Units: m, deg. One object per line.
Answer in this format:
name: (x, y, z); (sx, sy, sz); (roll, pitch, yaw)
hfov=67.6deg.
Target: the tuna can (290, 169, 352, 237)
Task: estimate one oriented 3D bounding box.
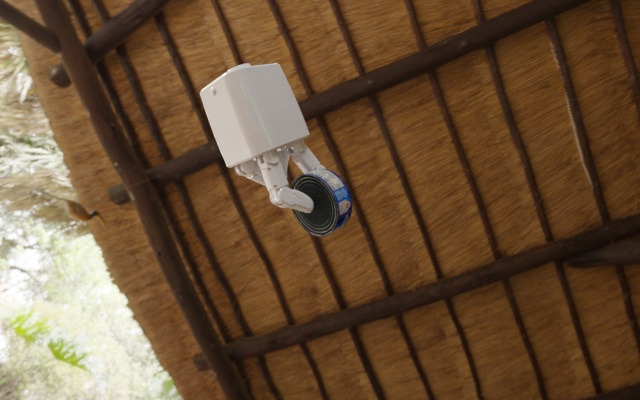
tuna can: (0.001, 0.002, 0.633); (0.086, 0.086, 0.033); (0, 18, 45)
